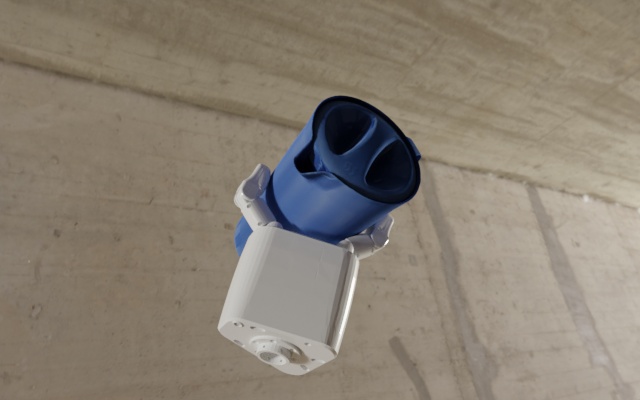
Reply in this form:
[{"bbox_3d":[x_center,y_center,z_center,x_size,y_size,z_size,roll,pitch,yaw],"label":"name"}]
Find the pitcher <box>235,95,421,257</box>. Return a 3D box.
[{"bbox_3d":[0.000,0.002,0.567,0.149,0.145,0.243,29,-42,-16],"label":"pitcher"}]
